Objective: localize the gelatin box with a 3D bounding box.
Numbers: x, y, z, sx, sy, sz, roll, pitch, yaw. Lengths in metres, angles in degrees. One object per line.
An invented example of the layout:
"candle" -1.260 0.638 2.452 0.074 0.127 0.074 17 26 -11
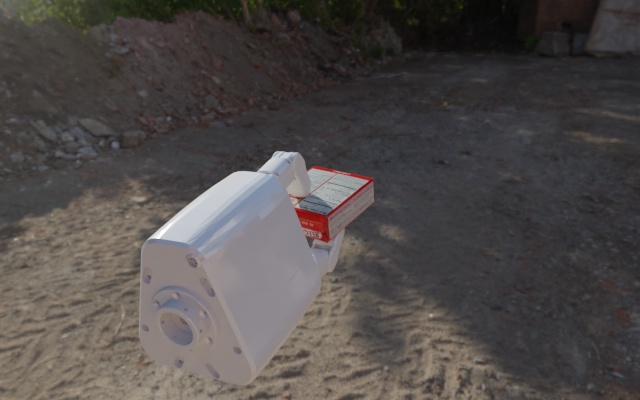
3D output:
"gelatin box" 0.000 0.001 0.464 0.073 0.030 0.089 14 34 32
